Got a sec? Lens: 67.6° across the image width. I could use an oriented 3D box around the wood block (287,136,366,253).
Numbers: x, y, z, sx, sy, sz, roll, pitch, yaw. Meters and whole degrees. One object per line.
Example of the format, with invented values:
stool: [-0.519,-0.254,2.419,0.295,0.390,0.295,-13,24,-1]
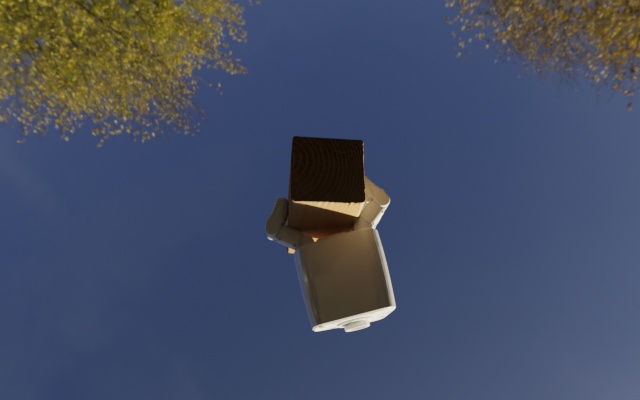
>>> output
wood block: [0.000,0.003,0.668,0.091,0.090,0.206,2,-24,-5]
